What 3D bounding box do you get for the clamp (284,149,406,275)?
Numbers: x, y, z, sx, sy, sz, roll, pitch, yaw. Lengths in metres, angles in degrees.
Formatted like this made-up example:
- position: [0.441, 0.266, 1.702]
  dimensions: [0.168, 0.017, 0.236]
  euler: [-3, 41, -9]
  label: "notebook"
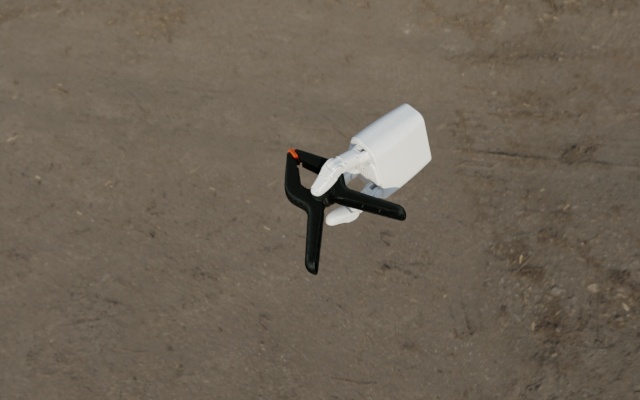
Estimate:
- position: [0.000, 0.001, 0.717]
  dimensions: [0.164, 0.210, 0.036]
  euler: [-36, -30, -15]
  label: "clamp"
